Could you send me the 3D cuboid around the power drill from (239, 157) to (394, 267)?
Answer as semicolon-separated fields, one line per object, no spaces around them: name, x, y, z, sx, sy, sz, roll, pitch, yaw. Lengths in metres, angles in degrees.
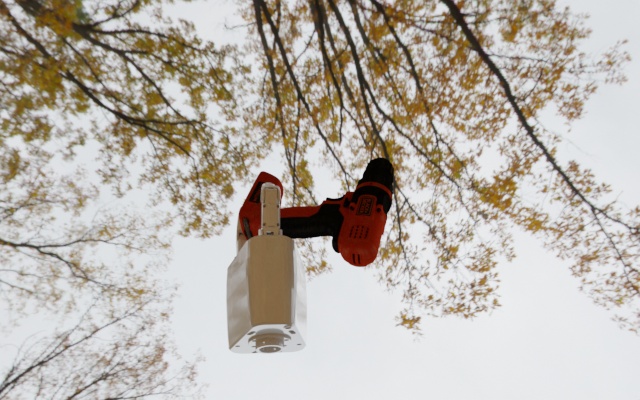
power drill;0.000;0.002;0.634;0.187;0.057;0.184;3;41;17
